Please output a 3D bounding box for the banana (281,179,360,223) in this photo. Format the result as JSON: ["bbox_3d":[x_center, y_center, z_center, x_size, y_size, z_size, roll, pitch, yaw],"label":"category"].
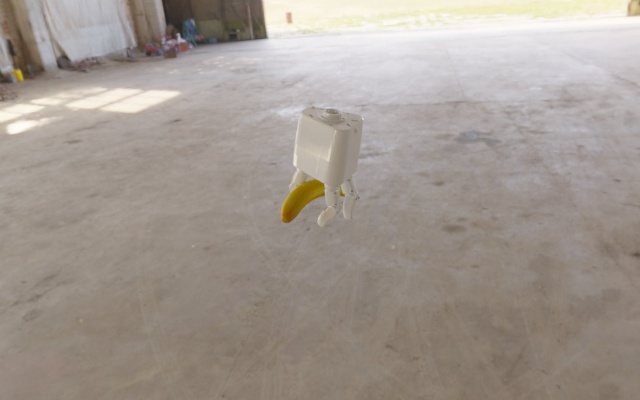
[{"bbox_3d":[-0.009,-0.010,0.904,0.198,0.037,0.069,-17,53,-40],"label":"banana"}]
